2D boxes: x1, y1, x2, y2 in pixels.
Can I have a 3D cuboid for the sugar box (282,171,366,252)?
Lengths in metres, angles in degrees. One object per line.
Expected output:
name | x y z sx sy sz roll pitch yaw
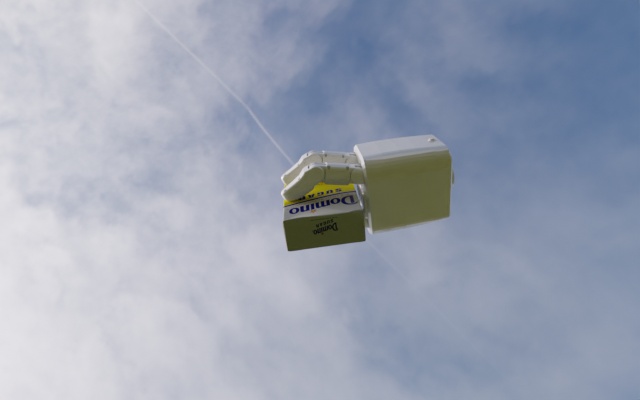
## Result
sugar box | 0.000 0.001 0.611 0.093 0.048 0.176 -8 20 -1
